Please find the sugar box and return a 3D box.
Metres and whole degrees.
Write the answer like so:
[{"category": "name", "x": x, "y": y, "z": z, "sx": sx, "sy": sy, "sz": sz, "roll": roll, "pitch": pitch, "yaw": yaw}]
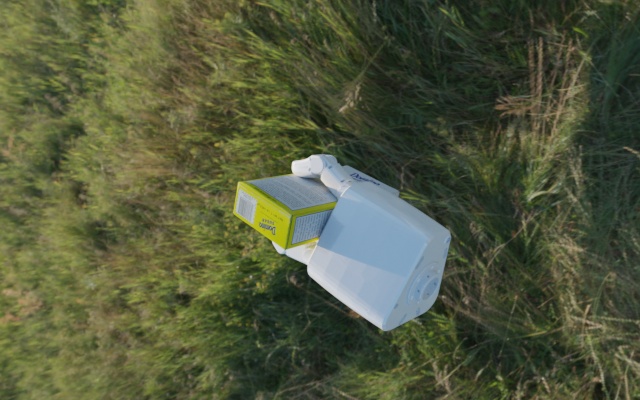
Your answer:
[{"category": "sugar box", "x": 0.000, "y": 0.002, "z": 0.546, "sx": 0.176, "sy": 0.048, "sz": 0.093, "roll": -8, "pitch": 30, "yaw": -44}]
